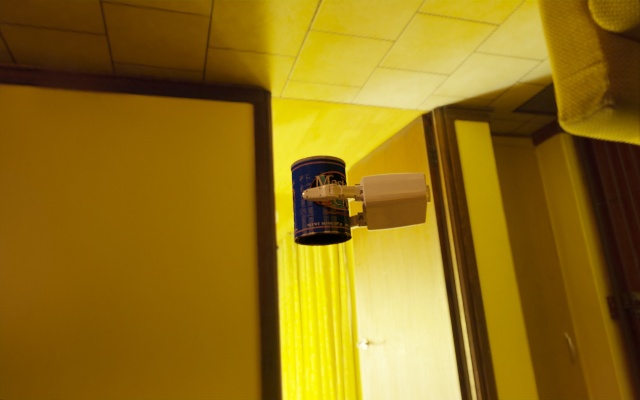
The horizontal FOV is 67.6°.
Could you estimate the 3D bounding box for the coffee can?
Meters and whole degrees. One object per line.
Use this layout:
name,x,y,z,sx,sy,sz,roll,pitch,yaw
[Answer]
coffee can,0.000,0.003,0.856,0.103,0.140,0.103,-4,-17,-1
